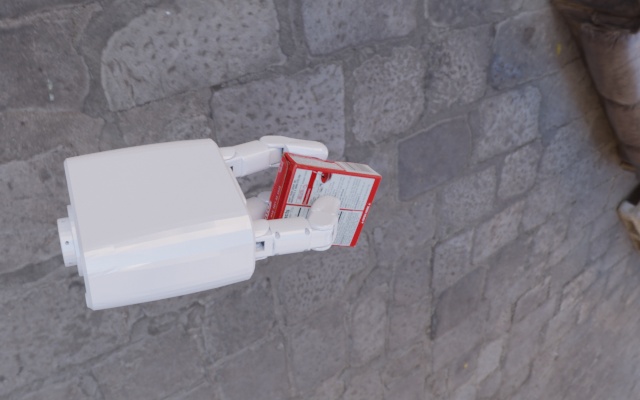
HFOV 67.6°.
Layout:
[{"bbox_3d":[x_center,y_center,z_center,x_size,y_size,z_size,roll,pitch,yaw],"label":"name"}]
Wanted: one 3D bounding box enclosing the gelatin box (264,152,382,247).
[{"bbox_3d":[0.001,0.002,0.415,0.089,0.073,0.030,6,24,-30],"label":"gelatin box"}]
